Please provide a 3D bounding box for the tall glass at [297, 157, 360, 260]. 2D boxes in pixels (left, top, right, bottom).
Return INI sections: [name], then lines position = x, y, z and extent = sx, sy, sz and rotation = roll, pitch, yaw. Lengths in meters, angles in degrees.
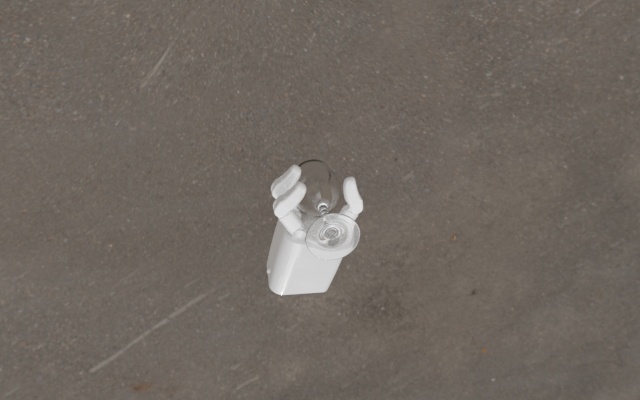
[tall glass]
position = 0.000, 0.003, 0.723
extent = 0.079, 0.079, 0.201
rotation = 0, 29, -11
